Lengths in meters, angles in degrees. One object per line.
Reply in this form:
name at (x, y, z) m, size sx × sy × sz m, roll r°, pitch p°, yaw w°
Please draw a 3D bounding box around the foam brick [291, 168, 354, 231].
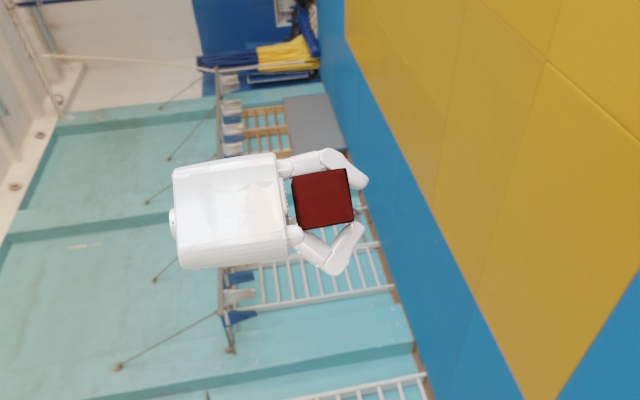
foam brick at (0.000, 0.001, 0.481) m, size 0.051 × 0.053 × 0.078 m, roll -9°, pitch -5°, yaw -6°
